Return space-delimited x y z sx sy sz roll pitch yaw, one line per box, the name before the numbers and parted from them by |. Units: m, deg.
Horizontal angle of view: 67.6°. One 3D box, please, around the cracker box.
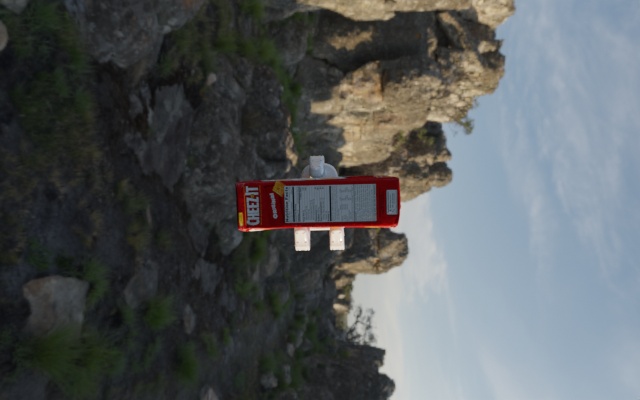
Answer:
cracker box | 0.000 0.002 0.690 0.214 0.072 0.164 -2 3 3
